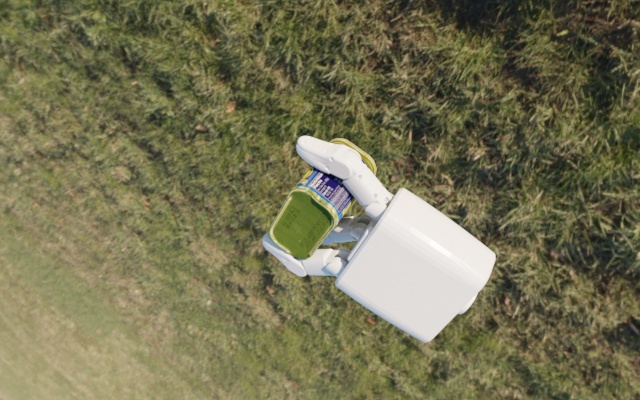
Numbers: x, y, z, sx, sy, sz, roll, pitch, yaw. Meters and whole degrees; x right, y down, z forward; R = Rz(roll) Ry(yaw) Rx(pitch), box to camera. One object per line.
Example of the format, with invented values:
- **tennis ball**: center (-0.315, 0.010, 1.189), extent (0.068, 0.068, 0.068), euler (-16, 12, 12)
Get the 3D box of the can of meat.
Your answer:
- **can of meat**: center (0.000, 0.002, 0.475), extent (0.057, 0.084, 0.102), euler (36, -41, 2)
